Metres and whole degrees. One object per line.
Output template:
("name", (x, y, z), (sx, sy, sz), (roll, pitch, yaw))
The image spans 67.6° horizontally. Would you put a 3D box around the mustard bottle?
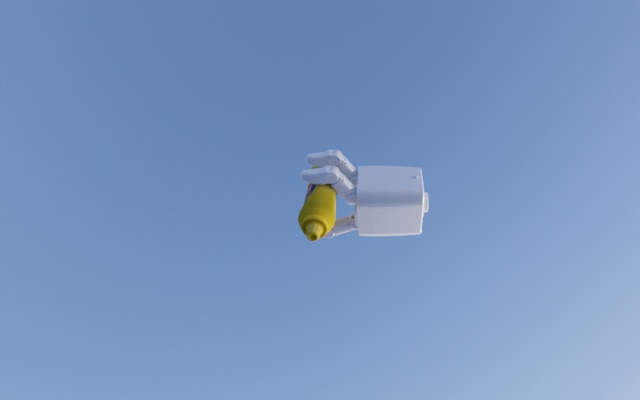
("mustard bottle", (0.000, 0.002, 0.792), (0.058, 0.096, 0.191), (19, 34, -5))
